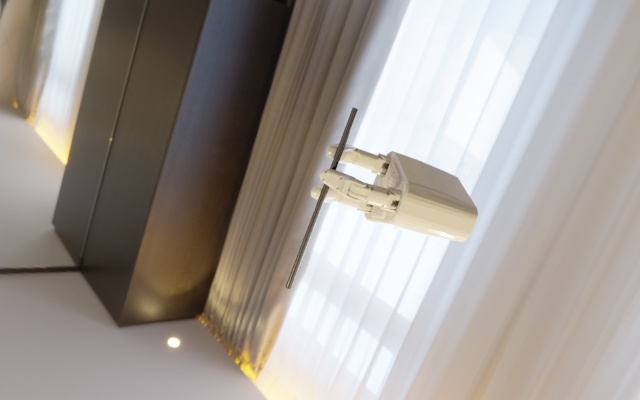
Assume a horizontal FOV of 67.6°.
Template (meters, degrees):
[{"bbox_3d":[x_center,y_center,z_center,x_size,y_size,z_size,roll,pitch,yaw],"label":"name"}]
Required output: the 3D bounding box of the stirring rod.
[{"bbox_3d":[0.000,0.002,0.585,0.011,0.239,0.011,19,13,-5],"label":"stirring rod"}]
